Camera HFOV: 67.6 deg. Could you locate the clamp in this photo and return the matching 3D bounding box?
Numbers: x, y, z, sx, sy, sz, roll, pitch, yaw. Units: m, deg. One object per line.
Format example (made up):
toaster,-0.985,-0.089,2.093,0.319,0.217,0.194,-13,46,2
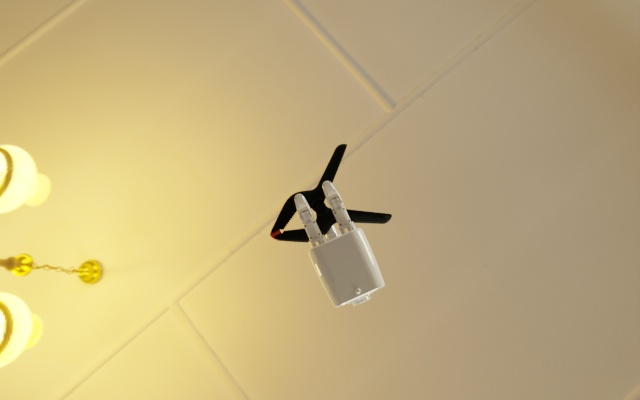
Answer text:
clamp,0.000,0.003,0.855,0.210,0.164,0.036,-24,-12,-1
